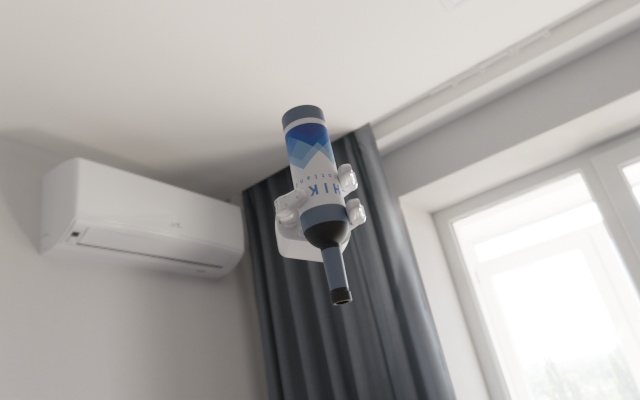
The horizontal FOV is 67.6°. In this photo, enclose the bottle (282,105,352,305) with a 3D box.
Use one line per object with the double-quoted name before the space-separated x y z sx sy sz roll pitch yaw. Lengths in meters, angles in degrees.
"bottle" 0.000 0.002 0.684 0.069 0.295 0.069 -10 -24 -4
